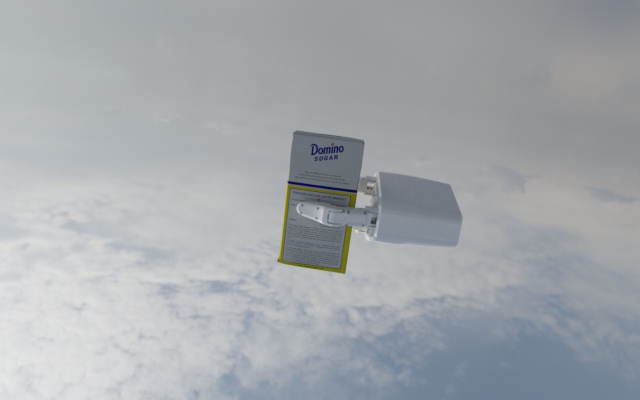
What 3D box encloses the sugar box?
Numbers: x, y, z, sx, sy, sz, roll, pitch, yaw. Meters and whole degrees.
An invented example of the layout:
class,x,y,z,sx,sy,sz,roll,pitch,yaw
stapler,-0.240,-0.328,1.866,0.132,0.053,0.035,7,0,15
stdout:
class,x,y,z,sx,sy,sz,roll,pitch,yaw
sugar box,0.000,0.002,0.626,0.093,0.176,0.048,9,12,1
